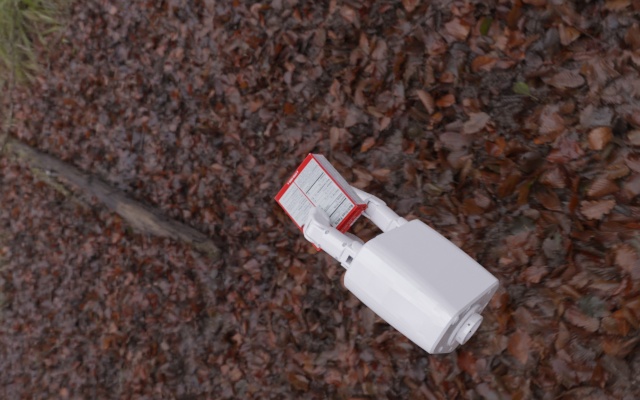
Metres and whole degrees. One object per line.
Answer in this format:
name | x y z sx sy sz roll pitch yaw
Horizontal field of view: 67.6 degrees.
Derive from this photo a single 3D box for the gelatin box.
gelatin box | 0.000 0.002 0.546 0.089 0.073 0.030 49 25 21
